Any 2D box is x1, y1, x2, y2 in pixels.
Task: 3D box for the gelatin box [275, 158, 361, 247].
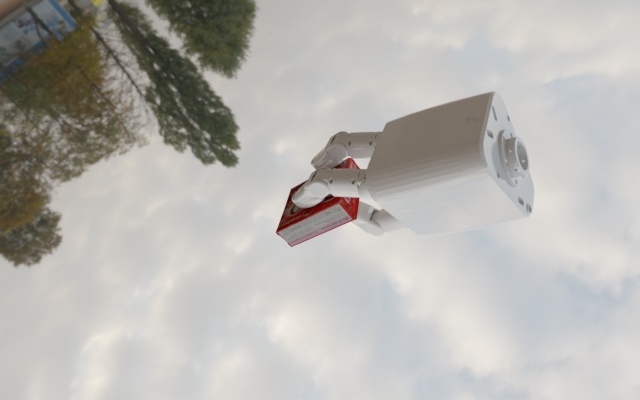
[{"bbox_3d":[0.000,0.002,0.506,0.089,0.030,0.073,-26,30,31],"label":"gelatin box"}]
